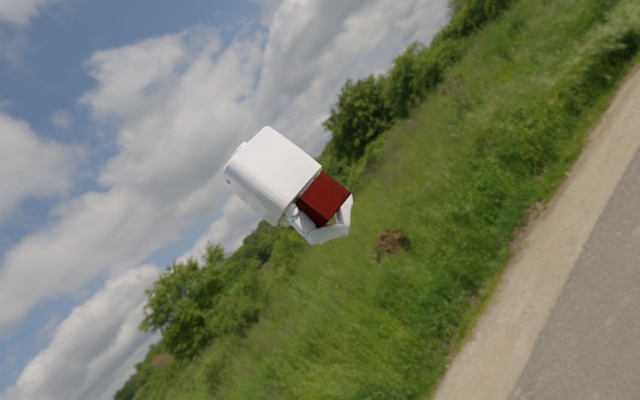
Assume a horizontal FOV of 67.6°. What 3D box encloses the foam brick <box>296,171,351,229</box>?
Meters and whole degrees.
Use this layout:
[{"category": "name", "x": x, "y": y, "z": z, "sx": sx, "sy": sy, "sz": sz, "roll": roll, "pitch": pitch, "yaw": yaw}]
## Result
[{"category": "foam brick", "x": 0.000, "y": 0.002, "z": 0.674, "sx": 0.051, "sy": 0.053, "sz": 0.078, "roll": 40, "pitch": -18, "yaw": 1}]
